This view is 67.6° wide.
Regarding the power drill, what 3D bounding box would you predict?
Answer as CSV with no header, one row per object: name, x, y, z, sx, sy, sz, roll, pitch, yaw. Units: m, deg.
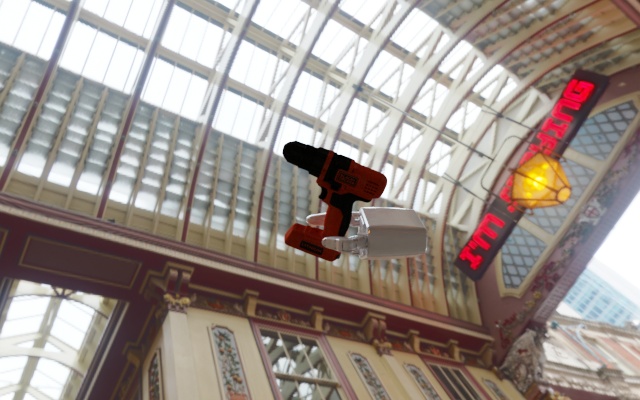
power drill,0.000,0.003,0.825,0.184,0.188,0.057,22,27,0
